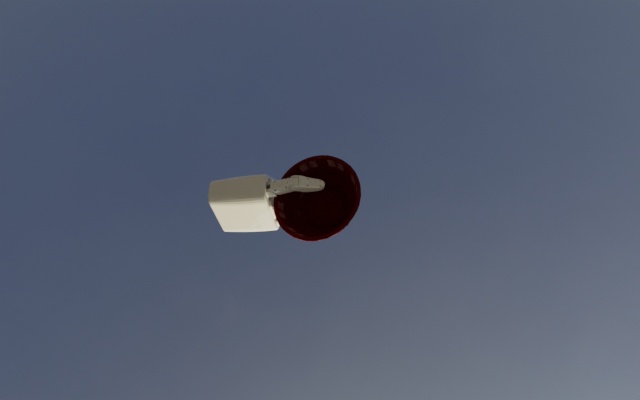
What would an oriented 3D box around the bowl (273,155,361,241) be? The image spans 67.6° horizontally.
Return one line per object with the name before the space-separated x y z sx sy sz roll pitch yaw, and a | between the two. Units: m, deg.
bowl | 0.002 0.003 0.851 0.162 0.162 0.055 0 -22 20
